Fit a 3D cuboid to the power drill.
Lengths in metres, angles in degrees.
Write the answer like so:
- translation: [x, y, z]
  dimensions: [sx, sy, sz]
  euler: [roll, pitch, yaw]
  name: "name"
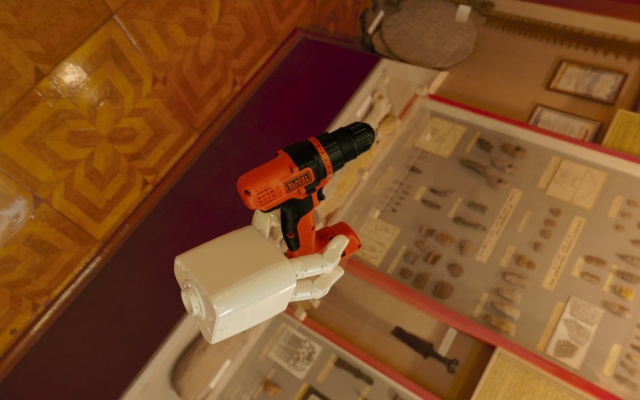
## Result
- translation: [0.000, 0.003, 0.626]
  dimensions: [0.184, 0.188, 0.057]
  euler: [-26, 41, -11]
  name: "power drill"
